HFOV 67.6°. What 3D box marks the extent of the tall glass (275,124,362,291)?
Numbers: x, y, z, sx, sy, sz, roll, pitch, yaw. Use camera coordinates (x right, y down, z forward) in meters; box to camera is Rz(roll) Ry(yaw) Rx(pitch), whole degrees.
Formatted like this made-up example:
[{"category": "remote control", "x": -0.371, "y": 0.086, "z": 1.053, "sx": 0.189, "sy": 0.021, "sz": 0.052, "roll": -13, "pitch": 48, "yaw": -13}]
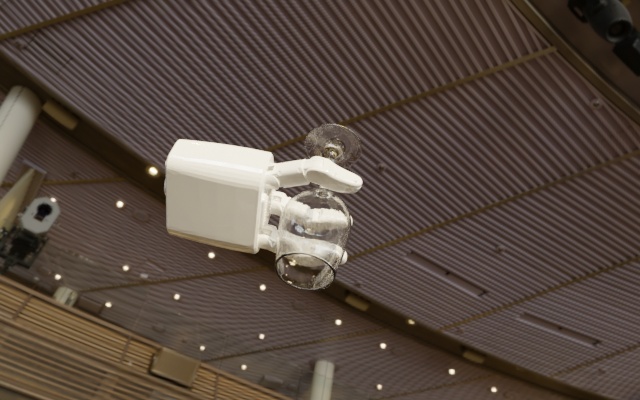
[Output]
[{"category": "tall glass", "x": 0.000, "y": 0.001, "z": 0.541, "sx": 0.079, "sy": 0.079, "sz": 0.200, "roll": 6, "pitch": 46, "yaw": 6}]
